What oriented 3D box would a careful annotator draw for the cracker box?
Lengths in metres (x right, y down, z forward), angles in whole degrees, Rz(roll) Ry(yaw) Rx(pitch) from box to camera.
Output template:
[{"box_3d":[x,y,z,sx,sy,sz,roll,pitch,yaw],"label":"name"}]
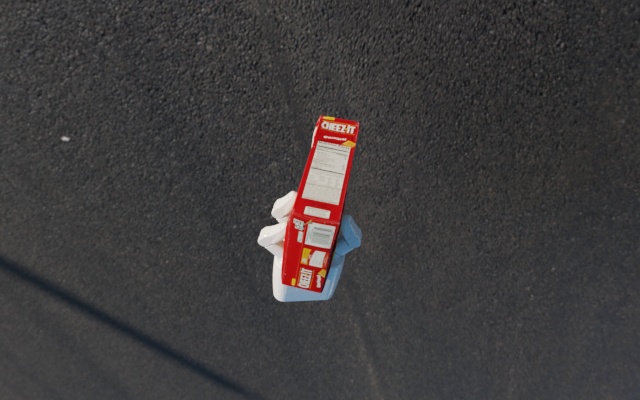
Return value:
[{"box_3d":[0.000,0.003,0.716,0.072,0.213,0.164,12,-43,1],"label":"cracker box"}]
